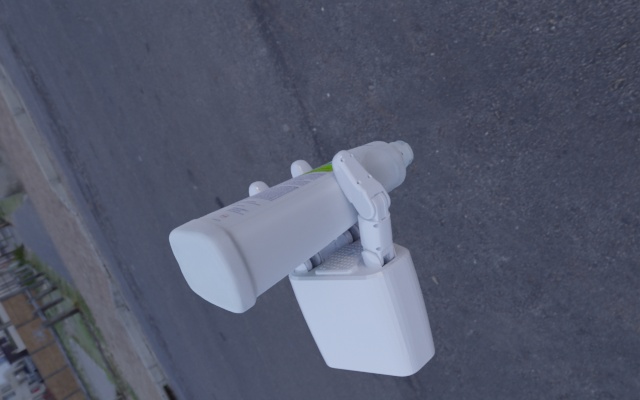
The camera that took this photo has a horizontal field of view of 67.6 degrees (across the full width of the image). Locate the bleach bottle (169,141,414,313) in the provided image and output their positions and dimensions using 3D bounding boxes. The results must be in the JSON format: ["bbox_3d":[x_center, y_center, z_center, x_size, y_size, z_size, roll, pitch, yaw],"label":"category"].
[{"bbox_3d":[0.000,0.001,0.427,0.250,0.068,0.102,-29,18,-33],"label":"bleach bottle"}]
